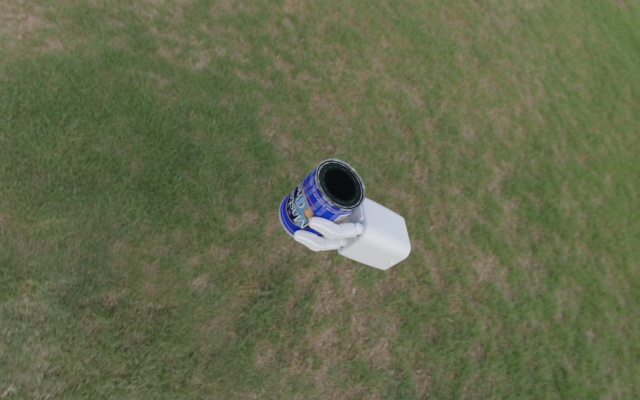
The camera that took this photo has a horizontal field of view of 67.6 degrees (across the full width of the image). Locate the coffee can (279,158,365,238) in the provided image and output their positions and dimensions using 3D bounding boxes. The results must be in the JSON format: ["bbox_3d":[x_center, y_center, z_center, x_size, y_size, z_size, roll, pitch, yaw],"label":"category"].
[{"bbox_3d":[0.000,0.003,0.870,0.103,0.102,0.140,0,-27,-35],"label":"coffee can"}]
